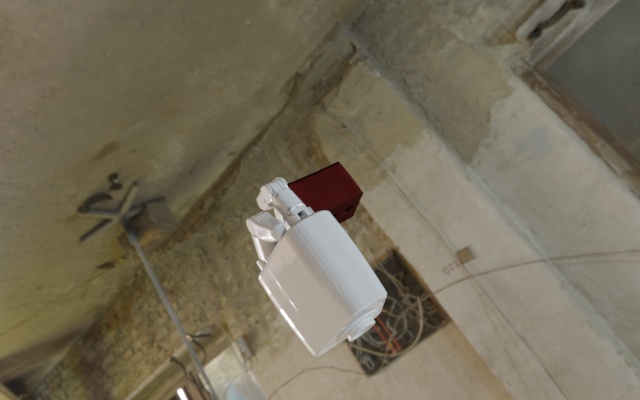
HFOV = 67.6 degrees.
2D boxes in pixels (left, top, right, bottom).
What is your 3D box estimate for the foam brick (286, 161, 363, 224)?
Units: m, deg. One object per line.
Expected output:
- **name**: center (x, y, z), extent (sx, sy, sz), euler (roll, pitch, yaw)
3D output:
- **foam brick**: center (0.000, 0.002, 0.544), extent (0.078, 0.051, 0.053), euler (-26, -26, -27)
